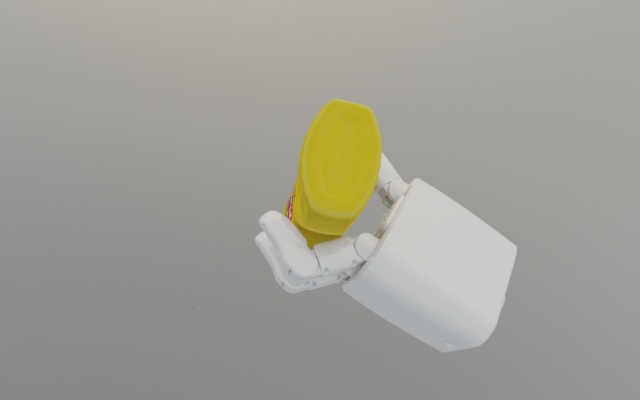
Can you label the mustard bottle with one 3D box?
[{"bbox_3d":[0.000,0.001,0.418,0.058,0.096,0.192,11,-22,-6],"label":"mustard bottle"}]
